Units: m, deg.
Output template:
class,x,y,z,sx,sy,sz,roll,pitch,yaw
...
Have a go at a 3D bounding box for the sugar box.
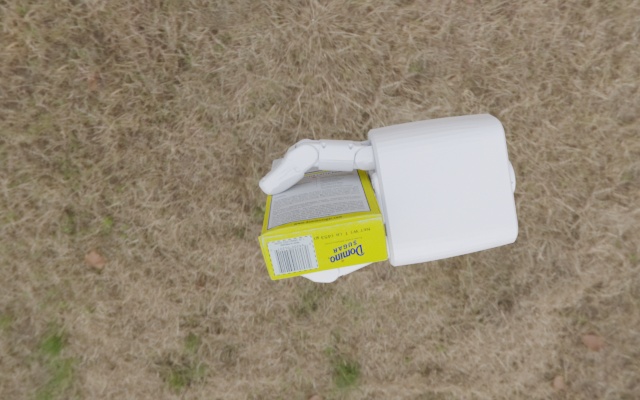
class,x,y,z,sx,sy,sz,roll,pitch,yaw
sugar box,0.000,0.002,0.430,0.093,0.048,0.176,-9,21,3
